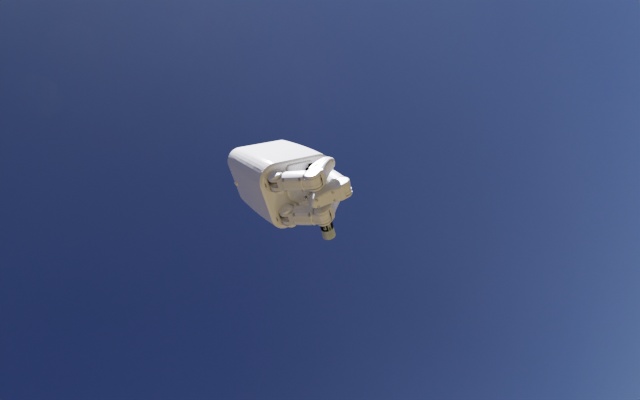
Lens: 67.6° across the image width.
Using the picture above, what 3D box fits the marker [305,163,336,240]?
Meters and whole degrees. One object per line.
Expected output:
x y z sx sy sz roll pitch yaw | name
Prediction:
0.000 0.002 0.659 0.020 0.121 0.020 -10 32 7 | marker
